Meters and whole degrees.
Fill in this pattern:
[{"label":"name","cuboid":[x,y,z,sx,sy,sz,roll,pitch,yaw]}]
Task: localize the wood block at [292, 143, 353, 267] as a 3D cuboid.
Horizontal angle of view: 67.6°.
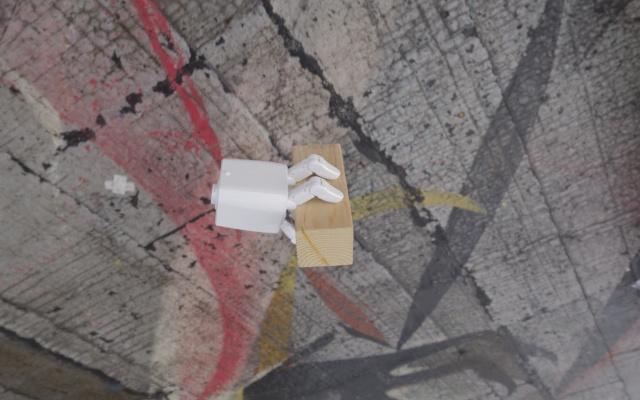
[{"label":"wood block","cuboid":[0.000,0.003,0.810,0.090,0.091,0.206,-3,44,-2]}]
